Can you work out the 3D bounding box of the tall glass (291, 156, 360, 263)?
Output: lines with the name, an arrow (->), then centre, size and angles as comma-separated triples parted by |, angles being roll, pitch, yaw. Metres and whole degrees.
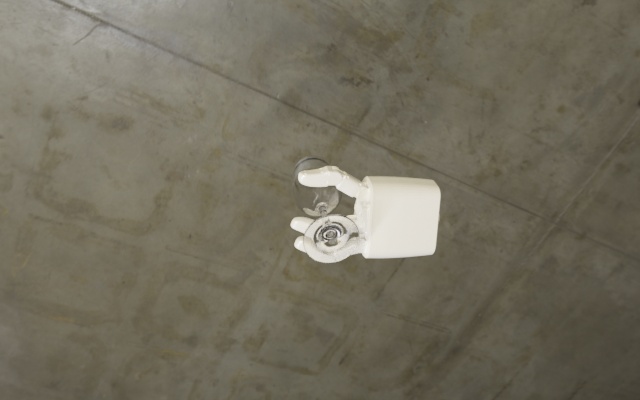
tall glass -> 0.000, 0.003, 0.697 | 0.079, 0.079, 0.201 | 0, 29, -10
